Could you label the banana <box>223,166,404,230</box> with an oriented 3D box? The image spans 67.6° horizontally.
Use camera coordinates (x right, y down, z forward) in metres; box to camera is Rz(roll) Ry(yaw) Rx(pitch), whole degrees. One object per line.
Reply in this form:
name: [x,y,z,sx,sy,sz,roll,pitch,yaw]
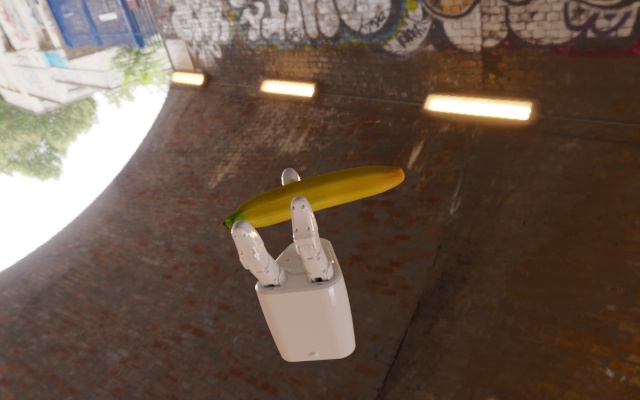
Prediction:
banana: [-0.008,-0.003,0.522,0.198,0.037,0.069,-18,20,-11]
